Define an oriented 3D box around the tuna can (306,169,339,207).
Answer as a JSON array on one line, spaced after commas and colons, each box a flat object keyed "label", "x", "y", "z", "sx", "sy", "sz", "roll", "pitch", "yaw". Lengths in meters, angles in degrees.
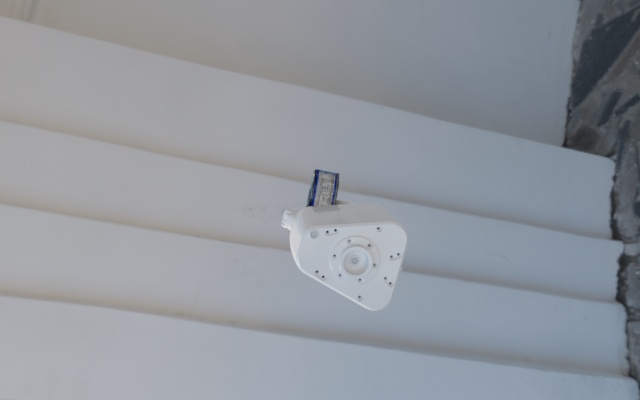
[{"label": "tuna can", "x": 0.000, "y": 0.002, "z": 0.640, "sx": 0.034, "sy": 0.086, "sz": 0.086, "roll": 11, "pitch": -1, "yaw": -4}]
